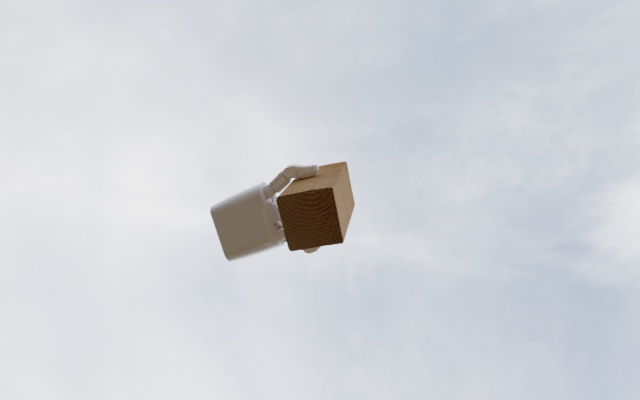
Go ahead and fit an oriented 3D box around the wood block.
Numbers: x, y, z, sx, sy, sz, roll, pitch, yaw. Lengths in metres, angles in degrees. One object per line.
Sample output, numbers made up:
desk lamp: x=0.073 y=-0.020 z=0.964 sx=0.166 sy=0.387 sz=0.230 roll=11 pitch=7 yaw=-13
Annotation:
wood block: x=0.000 y=0.002 z=0.810 sx=0.090 sy=0.091 sz=0.206 roll=-10 pitch=14 yaw=11
